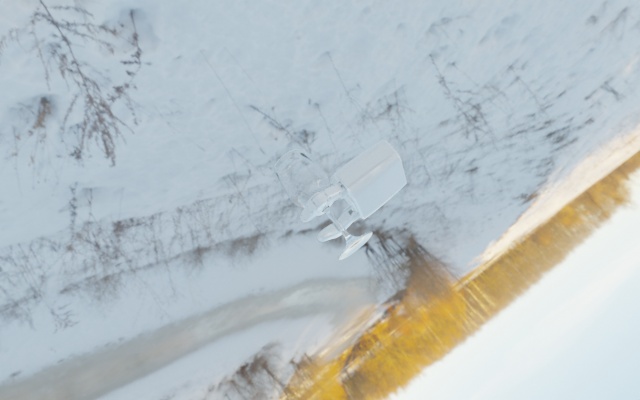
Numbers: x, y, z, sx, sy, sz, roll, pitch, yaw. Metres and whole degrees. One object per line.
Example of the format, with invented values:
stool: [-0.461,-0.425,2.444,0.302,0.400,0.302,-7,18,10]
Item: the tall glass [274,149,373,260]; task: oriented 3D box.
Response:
tall glass: [0.000,0.003,0.835,0.079,0.201,0.079,-35,-17,-13]
